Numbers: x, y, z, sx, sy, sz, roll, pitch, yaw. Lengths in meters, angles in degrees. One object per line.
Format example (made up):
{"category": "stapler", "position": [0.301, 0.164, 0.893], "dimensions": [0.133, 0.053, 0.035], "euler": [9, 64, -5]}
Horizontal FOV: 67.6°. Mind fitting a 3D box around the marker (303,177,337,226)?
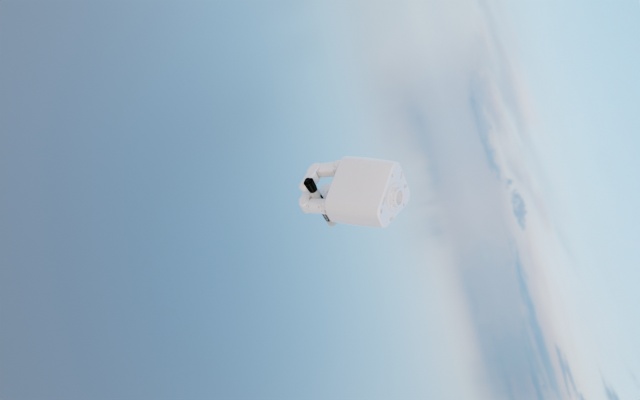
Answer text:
{"category": "marker", "position": [0.000, 0.003, 0.865], "dimensions": [0.020, 0.020, 0.121], "euler": [0, -41, 31]}
